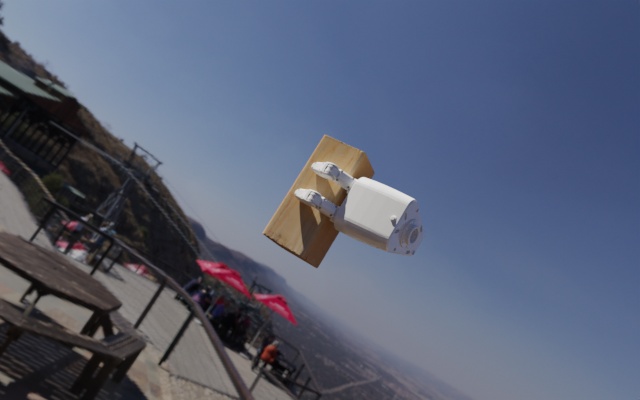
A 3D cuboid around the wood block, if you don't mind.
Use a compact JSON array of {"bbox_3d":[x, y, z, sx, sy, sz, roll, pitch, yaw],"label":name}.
[{"bbox_3d":[0.001,0.003,0.846,0.090,0.206,0.091,27,-11,25],"label":"wood block"}]
